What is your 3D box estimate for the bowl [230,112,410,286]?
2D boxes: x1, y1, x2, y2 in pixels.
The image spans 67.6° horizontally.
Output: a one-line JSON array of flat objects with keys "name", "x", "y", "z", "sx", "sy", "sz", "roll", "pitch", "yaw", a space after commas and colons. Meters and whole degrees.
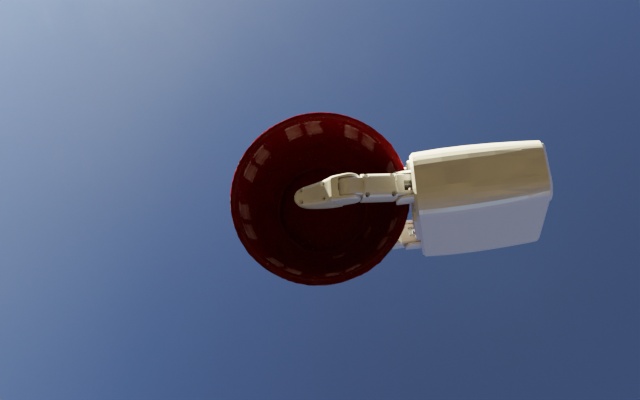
[{"name": "bowl", "x": -0.001, "y": 0.001, "z": 0.451, "sx": 0.162, "sy": 0.162, "sz": 0.055, "roll": 0, "pitch": -15, "yaw": 4}]
